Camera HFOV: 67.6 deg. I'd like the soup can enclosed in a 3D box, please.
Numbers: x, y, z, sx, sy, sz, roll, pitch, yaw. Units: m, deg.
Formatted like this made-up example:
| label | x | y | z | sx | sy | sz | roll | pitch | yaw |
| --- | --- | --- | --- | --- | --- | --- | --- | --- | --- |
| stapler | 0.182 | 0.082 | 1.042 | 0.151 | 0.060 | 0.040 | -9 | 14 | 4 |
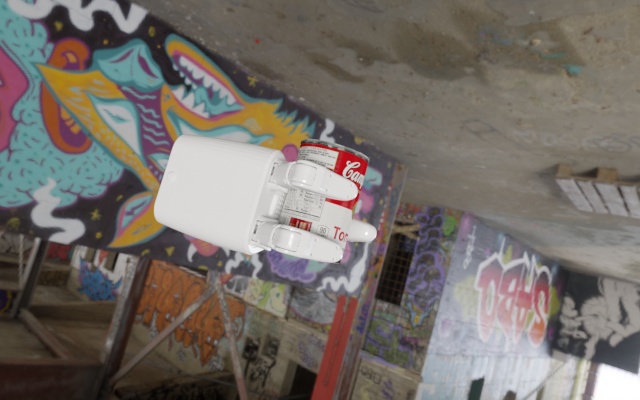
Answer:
| label | x | y | z | sx | sy | sz | roll | pitch | yaw |
| --- | --- | --- | --- | --- | --- | --- | --- | --- | --- |
| soup can | 0.000 | 0.002 | 0.449 | 0.068 | 0.102 | 0.068 | 16 | -5 | 2 |
